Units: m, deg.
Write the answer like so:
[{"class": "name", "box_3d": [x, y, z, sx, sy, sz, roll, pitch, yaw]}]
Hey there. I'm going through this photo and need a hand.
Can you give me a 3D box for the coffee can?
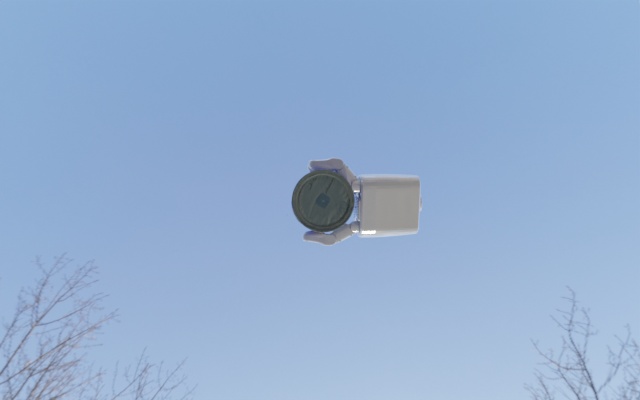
[{"class": "coffee can", "box_3d": [0.000, 0.003, 0.840, 0.103, 0.103, 0.140, 0, -2, -4]}]
